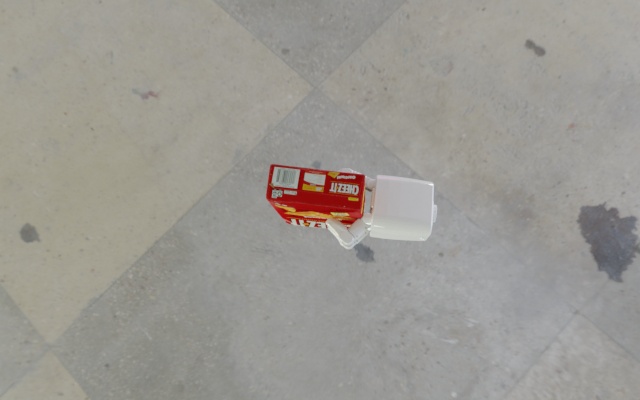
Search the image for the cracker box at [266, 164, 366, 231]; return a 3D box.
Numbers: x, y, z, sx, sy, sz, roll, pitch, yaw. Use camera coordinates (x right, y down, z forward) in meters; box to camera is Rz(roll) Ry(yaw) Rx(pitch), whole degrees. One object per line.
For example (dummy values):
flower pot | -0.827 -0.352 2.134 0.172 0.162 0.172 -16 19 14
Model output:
cracker box | 0.000 0.003 0.890 0.164 0.072 0.214 7 -13 7
